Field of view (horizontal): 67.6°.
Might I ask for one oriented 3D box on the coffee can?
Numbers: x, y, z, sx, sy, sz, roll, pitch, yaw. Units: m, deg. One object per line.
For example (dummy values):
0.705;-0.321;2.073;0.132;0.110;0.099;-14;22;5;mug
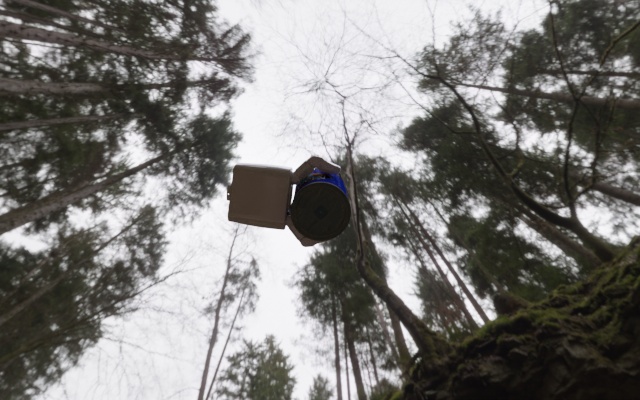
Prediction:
0.000;0.003;0.869;0.103;0.103;0.140;0;14;0;coffee can
